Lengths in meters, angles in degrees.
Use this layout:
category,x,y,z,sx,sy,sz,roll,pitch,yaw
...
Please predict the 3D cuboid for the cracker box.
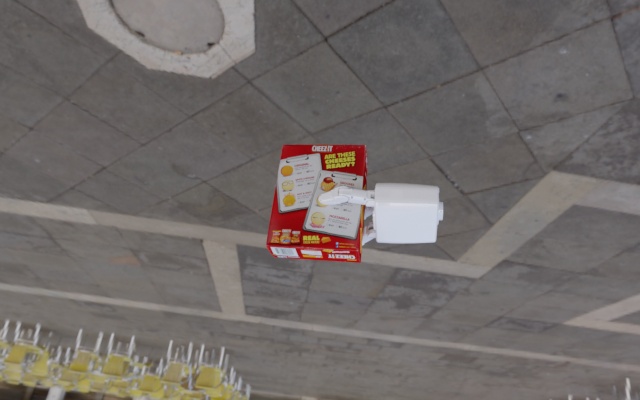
category,x,y,z,sx,sy,sz,roll,pitch,yaw
cracker box,0.000,0.003,0.884,0.164,0.213,0.072,2,-28,10
